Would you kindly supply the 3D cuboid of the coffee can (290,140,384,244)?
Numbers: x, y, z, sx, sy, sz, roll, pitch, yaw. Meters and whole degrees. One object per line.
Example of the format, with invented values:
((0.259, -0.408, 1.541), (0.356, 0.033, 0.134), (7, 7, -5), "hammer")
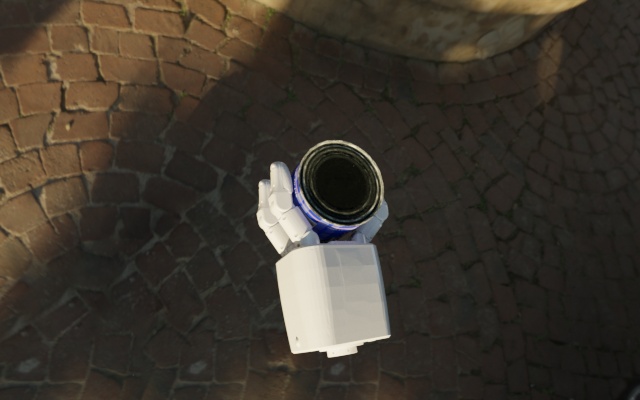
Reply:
((0.000, 0.002, 0.584), (0.103, 0.102, 0.140), (0, -19, -21), "coffee can")
